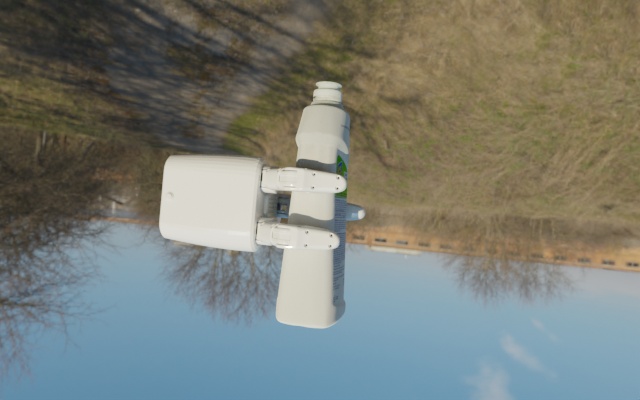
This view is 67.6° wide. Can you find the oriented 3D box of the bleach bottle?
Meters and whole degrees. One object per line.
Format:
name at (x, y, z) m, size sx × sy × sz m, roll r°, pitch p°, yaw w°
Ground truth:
bleach bottle at (0.000, 0.002, 0.517) m, size 0.068 × 0.251 × 0.102 m, roll 5°, pitch 0°, yaw 12°
